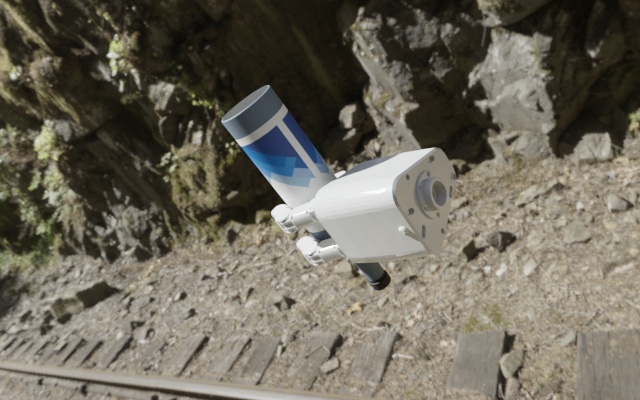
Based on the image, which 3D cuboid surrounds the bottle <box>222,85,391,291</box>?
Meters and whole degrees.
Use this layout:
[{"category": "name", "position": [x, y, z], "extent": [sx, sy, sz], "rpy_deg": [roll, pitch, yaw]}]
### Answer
[{"category": "bottle", "position": [0.000, 0.002, 0.578], "extent": [0.069, 0.296, 0.069], "rpy_deg": [-31, 24, 15]}]
